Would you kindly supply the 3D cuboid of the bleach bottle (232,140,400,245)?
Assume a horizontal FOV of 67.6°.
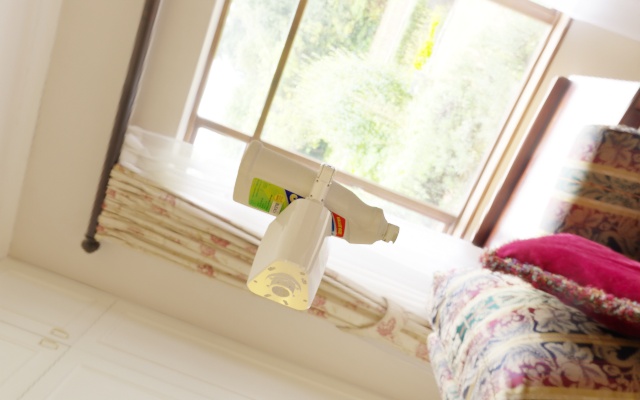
[{"bbox_3d":[0.000,0.002,0.708,0.251,0.068,0.103,21,-42,-2],"label":"bleach bottle"}]
